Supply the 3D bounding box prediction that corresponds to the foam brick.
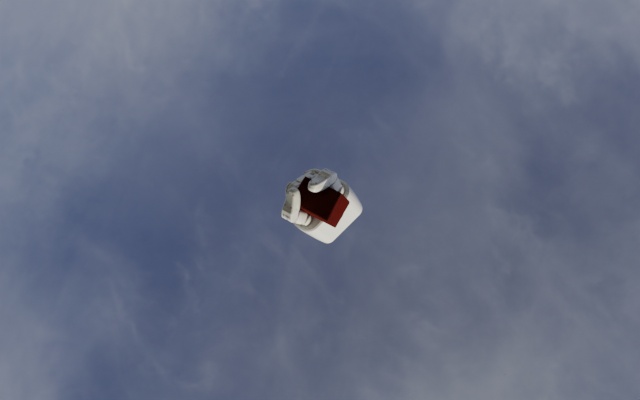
[{"bbox_3d":[0.000,0.003,0.805,0.078,0.053,0.051,27,-7,27],"label":"foam brick"}]
